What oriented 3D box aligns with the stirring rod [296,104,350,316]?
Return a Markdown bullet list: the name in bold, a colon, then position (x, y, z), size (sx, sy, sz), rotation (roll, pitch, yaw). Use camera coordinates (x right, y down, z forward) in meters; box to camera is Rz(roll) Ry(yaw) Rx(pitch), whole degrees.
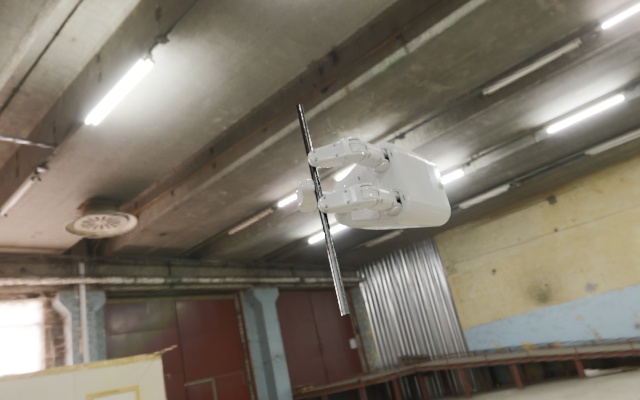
- **stirring rod**: position (0.000, 0.002, 0.509), size (0.011, 0.239, 0.011), rotation (-11, -20, -4)
